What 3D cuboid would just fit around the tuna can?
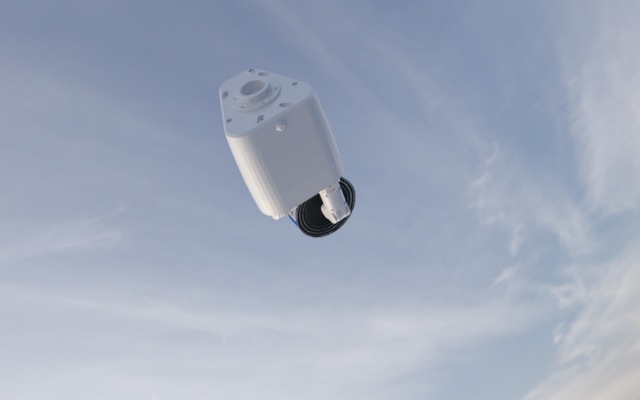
[{"bbox_3d":[0.000,0.002,0.602,0.086,0.086,0.033,0,28,-36],"label":"tuna can"}]
